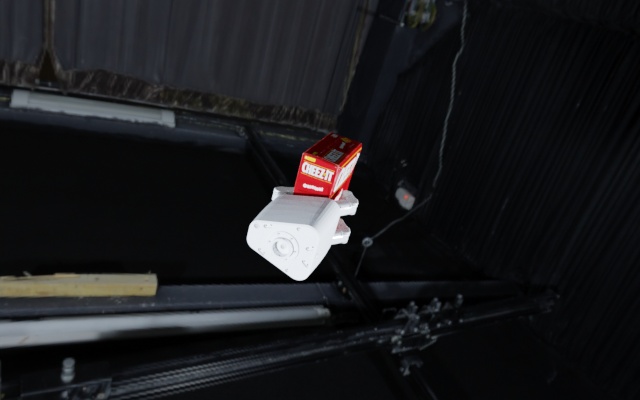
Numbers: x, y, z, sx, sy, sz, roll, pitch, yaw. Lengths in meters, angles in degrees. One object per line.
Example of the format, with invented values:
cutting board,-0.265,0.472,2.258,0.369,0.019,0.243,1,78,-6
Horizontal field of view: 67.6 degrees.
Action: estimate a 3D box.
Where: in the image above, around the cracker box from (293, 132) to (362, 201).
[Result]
cracker box,0.000,0.003,0.856,0.072,0.214,0.164,21,25,10
